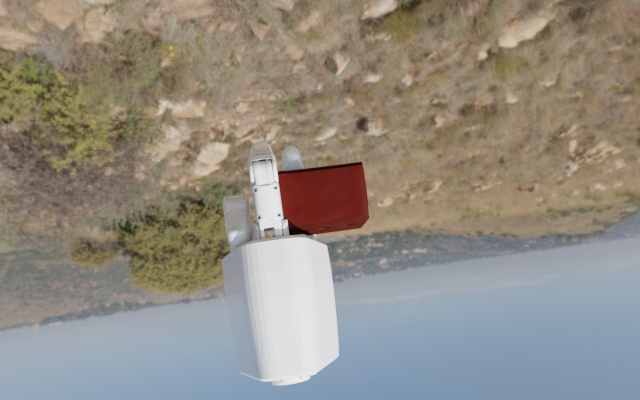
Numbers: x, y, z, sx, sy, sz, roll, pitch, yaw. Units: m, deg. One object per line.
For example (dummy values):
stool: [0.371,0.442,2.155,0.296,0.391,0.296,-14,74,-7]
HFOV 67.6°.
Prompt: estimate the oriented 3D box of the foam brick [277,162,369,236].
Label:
foam brick: [0.000,0.001,0.429,0.078,0.051,0.053,-7,-14,-6]
